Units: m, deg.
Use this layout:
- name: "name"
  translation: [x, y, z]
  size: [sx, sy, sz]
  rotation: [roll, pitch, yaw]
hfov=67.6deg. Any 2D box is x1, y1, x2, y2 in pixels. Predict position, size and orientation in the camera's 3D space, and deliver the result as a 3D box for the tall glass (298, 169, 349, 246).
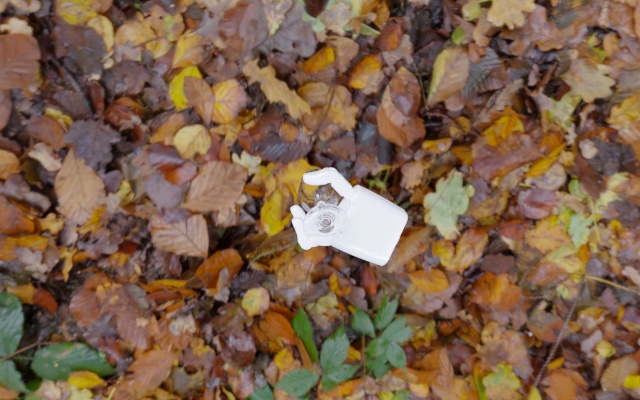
- name: "tall glass"
  translation: [0.000, 0.003, 0.854]
  size: [0.079, 0.079, 0.201]
  rotation: [0, 22, -6]
